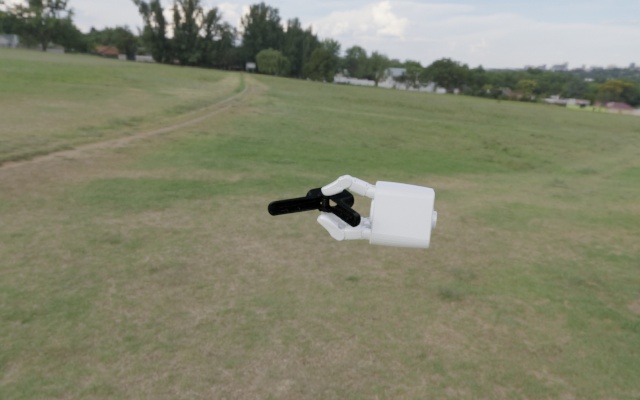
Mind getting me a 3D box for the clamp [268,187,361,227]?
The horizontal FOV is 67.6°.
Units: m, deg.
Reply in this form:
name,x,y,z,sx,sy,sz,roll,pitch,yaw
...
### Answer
name,x,y,z,sx,sy,sz,roll,pitch,yaw
clamp,0.001,0.002,0.899,0.164,0.036,0.210,7,15,7
